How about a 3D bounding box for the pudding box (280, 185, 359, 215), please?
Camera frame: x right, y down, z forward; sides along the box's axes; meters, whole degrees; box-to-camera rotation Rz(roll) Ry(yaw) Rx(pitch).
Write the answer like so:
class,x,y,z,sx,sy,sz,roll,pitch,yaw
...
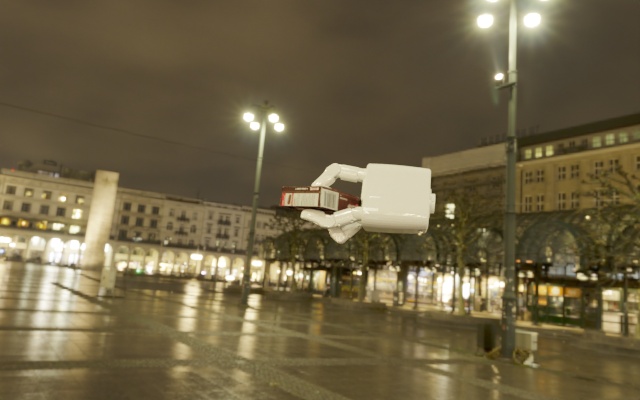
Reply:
class,x,y,z,sx,sy,sz,roll,pitch,yaw
pudding box,0.000,0.003,0.826,0.090,0.039,0.113,-1,-12,38
